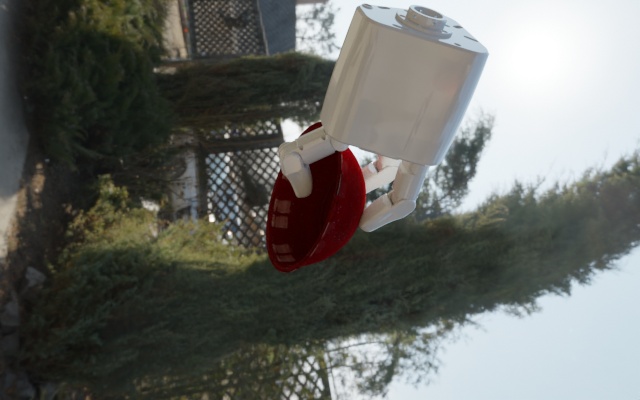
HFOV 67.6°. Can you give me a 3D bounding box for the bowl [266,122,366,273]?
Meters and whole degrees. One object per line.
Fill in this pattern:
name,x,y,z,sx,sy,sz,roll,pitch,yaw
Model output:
bowl,0.000,0.002,0.506,0.055,0.162,0.162,17,-8,-26
